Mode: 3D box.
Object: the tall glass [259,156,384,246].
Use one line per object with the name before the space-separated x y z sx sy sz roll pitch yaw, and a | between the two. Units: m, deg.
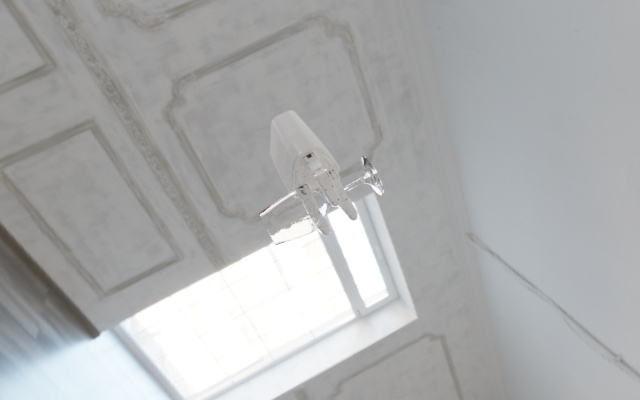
tall glass | 0.001 0.002 0.795 0.201 0.079 0.079 -28 3 -7
